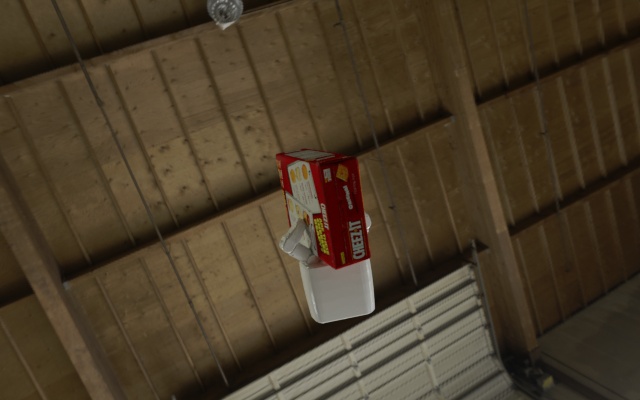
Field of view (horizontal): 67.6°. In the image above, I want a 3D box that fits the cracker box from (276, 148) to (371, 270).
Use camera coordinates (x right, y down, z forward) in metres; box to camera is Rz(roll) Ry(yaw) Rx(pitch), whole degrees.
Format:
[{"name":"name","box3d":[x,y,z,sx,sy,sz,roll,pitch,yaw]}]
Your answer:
[{"name":"cracker box","box3d":[0.000,0.003,0.795,0.072,0.164,0.213,-15,14,-20]}]
